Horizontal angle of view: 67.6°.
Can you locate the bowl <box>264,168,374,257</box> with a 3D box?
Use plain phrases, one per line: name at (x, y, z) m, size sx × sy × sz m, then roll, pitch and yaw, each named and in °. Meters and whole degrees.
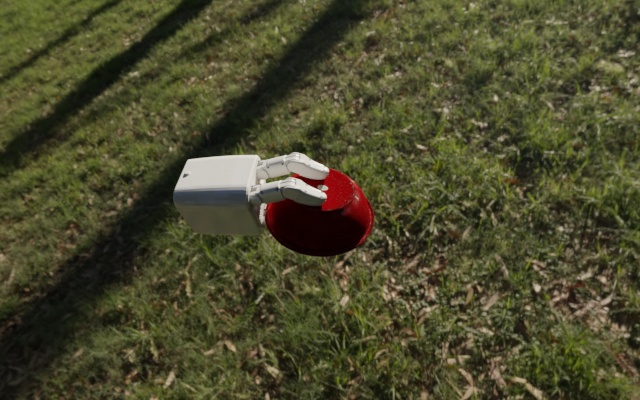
bowl at (0.001, 0.002, 0.685) m, size 0.162 × 0.055 × 0.162 m, roll 2°, pitch 44°, yaw -2°
